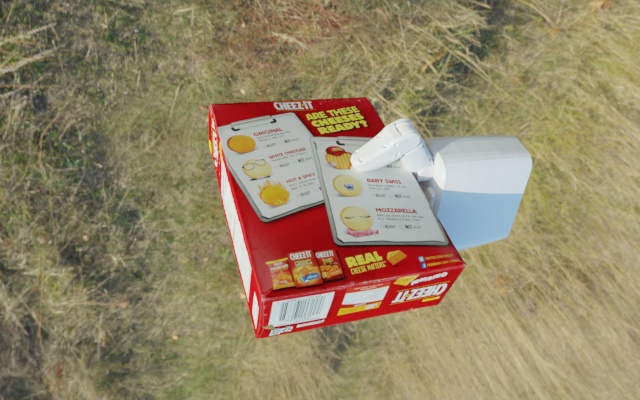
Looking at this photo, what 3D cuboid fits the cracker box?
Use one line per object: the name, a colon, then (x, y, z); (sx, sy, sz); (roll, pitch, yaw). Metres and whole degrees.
cracker box: (0.000, 0.001, 0.423); (0.164, 0.213, 0.072); (-6, -40, -20)
